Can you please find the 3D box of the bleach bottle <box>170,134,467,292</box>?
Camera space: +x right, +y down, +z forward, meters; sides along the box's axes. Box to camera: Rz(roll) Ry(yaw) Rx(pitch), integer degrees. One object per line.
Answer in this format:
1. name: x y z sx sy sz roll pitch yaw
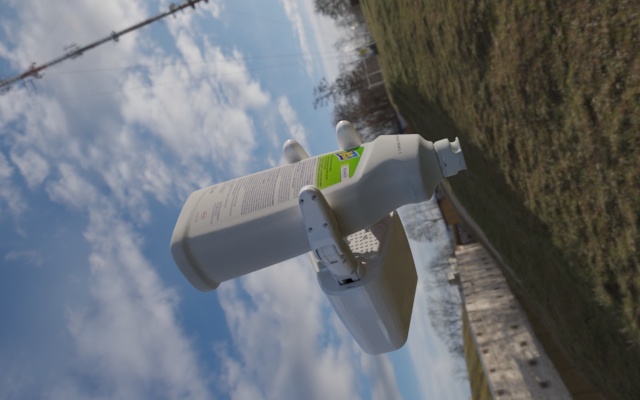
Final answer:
1. bleach bottle: 0.000 0.001 0.417 0.251 0.068 0.102 -17 36 14
